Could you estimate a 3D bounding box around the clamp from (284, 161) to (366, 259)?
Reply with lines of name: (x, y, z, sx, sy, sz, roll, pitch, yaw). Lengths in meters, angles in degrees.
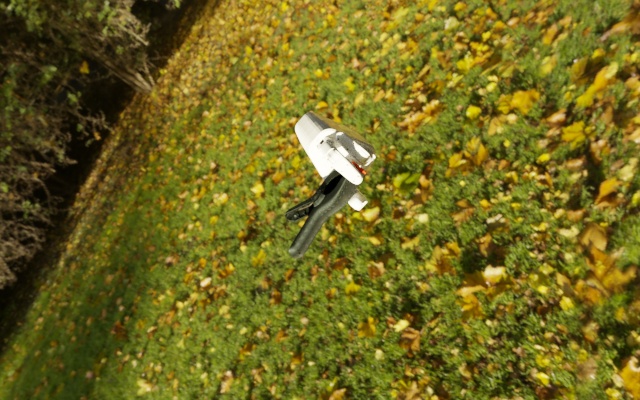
clamp: (0.000, 0.002, 0.760, 0.039, 0.171, 0.120, 37, 10, -32)
